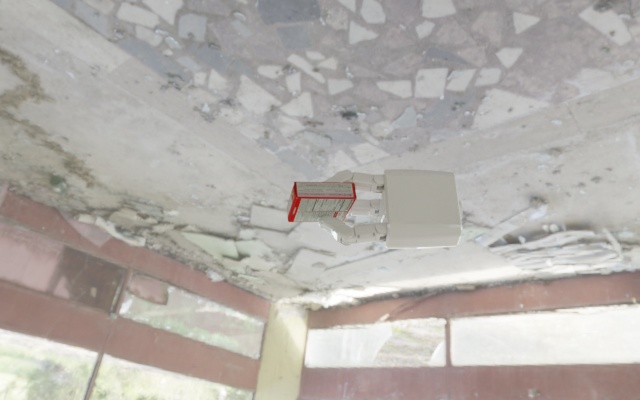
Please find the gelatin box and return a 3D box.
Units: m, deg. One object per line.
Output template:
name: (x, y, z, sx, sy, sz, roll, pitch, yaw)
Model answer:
gelatin box: (0.000, 0.003, 0.690, 0.089, 0.030, 0.073, 0, -29, -14)
